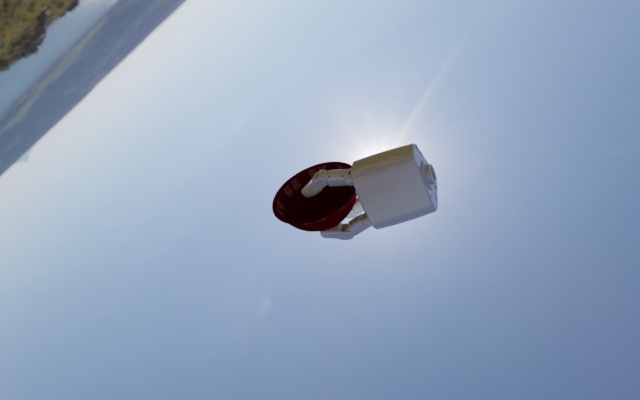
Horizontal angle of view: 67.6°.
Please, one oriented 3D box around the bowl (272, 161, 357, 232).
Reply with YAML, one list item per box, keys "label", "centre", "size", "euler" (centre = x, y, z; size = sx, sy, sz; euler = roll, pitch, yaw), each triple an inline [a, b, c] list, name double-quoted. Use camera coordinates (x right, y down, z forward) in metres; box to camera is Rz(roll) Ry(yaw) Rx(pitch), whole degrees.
- label: "bowl"
  centre: [-0.001, 0.003, 0.828]
  size: [0.162, 0.055, 0.162]
  euler: [-16, 36, 12]
